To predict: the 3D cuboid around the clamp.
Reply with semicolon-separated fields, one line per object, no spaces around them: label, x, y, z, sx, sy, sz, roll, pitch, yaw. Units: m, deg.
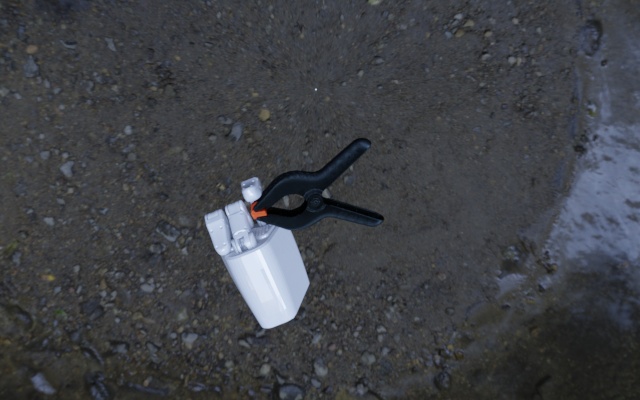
clamp;0.000;0.002;0.610;0.171;0.120;0.039;-21;18;4
